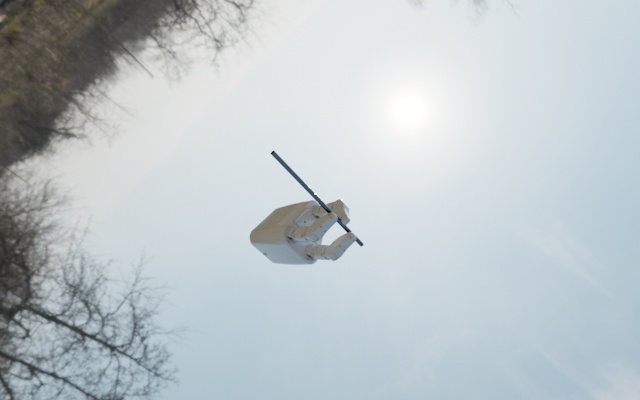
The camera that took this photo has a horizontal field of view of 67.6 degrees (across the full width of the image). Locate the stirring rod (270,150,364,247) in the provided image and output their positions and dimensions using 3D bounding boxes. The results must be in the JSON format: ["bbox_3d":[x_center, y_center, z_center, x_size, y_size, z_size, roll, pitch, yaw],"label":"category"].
[{"bbox_3d":[0.000,0.002,0.780,0.011,0.011,0.240,0,-39,51],"label":"stirring rod"}]
